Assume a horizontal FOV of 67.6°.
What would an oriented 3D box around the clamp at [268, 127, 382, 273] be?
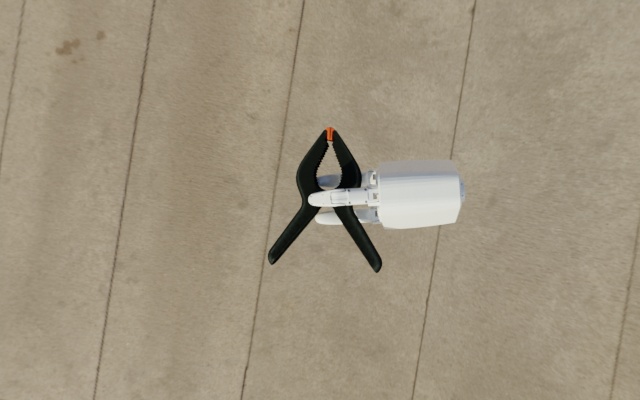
[{"bbox_3d":[0.000,0.002,0.685,0.164,0.210,0.036,-4,-1,8],"label":"clamp"}]
